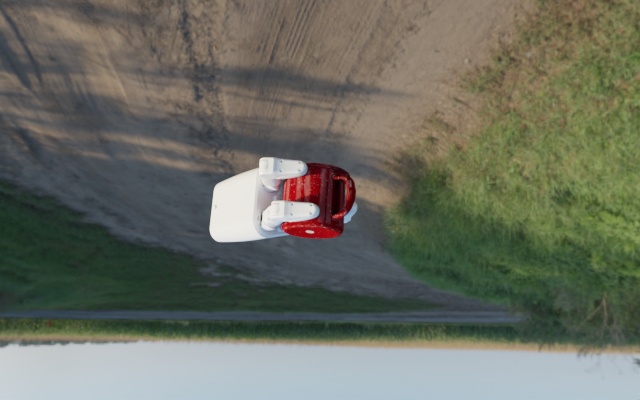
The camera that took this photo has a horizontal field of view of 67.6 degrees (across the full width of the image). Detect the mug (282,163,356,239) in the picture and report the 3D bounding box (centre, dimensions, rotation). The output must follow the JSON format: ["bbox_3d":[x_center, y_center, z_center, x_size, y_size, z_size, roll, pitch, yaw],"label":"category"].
[{"bbox_3d":[0.001,0.002,0.623,0.117,0.081,0.093,-11,-21,42],"label":"mug"}]
